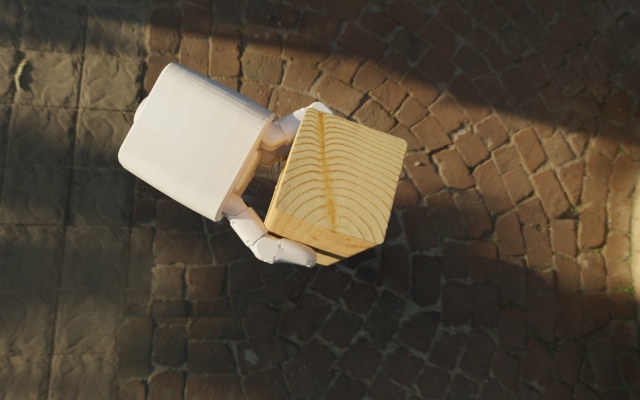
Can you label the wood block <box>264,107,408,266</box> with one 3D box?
[{"bbox_3d":[0.000,0.002,0.469,0.090,0.090,0.206,19,-15,-6],"label":"wood block"}]
